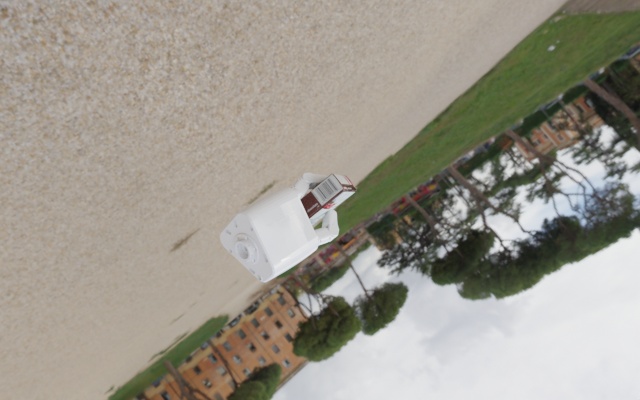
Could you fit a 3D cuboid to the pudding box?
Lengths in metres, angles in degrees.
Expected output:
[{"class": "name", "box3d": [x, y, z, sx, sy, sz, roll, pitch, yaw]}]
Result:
[{"class": "pudding box", "box3d": [0.000, 0.003, 0.818, 0.113, 0.039, 0.090, -37, -9, 14]}]
